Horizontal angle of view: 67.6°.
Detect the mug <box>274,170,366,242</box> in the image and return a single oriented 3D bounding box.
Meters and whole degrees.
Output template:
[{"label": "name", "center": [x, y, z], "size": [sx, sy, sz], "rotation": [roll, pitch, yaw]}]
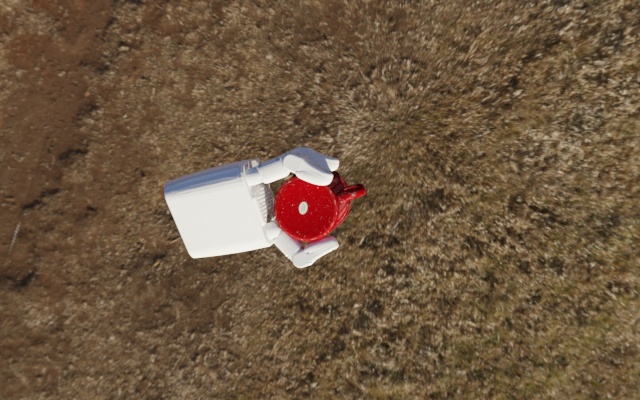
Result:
[{"label": "mug", "center": [0.001, 0.002, 0.606], "size": [0.117, 0.093, 0.081], "rotation": [-13, 7, 12]}]
